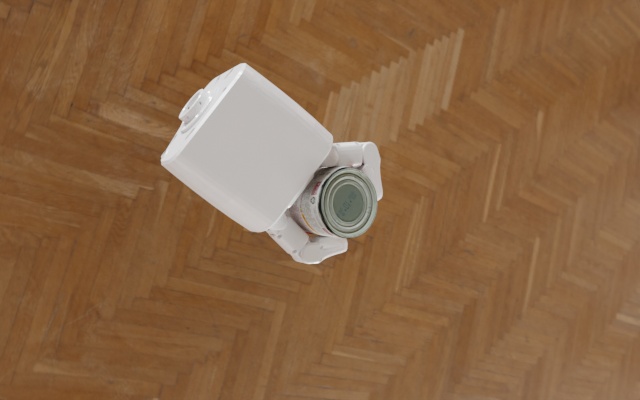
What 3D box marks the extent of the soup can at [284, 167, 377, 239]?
[{"bbox_3d":[0.001,0.002,0.480,0.068,0.068,0.102,0,1,-33],"label":"soup can"}]
